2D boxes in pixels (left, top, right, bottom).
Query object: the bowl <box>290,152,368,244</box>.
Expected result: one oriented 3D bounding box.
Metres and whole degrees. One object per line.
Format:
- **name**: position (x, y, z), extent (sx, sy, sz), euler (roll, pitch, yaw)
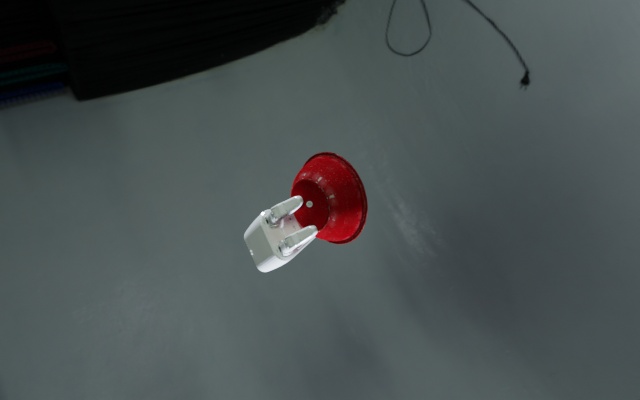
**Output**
- **bowl**: position (0.000, 0.002, 0.797), extent (0.162, 0.162, 0.055), euler (0, 13, 45)
